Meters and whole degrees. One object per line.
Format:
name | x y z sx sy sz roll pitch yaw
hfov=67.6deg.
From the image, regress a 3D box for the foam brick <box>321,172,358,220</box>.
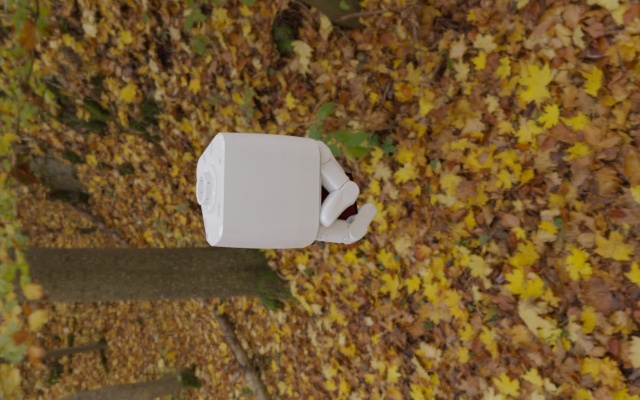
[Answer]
foam brick | 0.000 0.002 0.567 0.051 0.053 0.078 2 -20 -30
